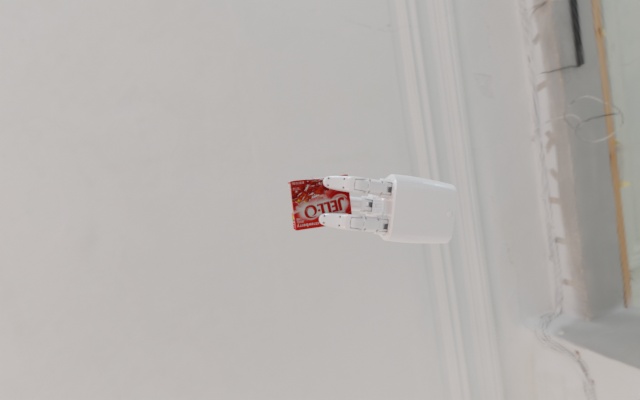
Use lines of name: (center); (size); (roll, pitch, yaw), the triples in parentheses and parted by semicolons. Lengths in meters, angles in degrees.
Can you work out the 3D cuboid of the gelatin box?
gelatin box: (0.000, 0.002, 0.710); (0.089, 0.073, 0.030); (-7, 3, -11)
